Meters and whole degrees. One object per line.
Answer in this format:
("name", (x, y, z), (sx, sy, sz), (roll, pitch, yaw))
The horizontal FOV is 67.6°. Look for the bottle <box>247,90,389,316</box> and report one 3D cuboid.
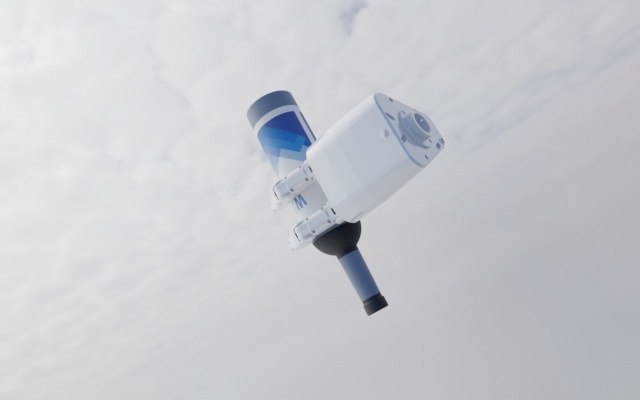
("bottle", (0.000, 0.002, 0.588), (0.069, 0.295, 0.069), (-26, -15, -7))
